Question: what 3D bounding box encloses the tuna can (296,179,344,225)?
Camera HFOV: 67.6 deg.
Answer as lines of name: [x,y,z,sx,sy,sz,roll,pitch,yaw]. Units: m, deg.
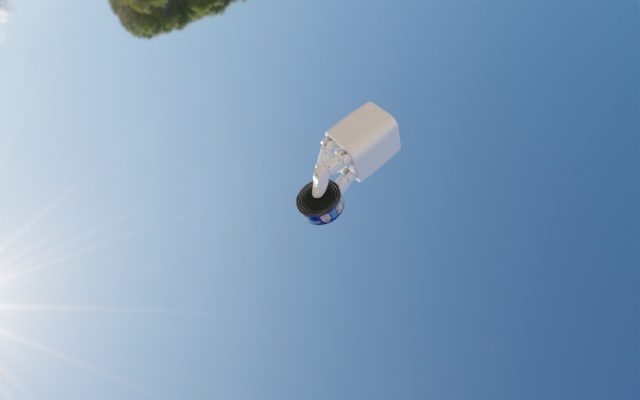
tuna can: [0.000,0.003,0.882,0.086,0.086,0.034,0,-36,23]
